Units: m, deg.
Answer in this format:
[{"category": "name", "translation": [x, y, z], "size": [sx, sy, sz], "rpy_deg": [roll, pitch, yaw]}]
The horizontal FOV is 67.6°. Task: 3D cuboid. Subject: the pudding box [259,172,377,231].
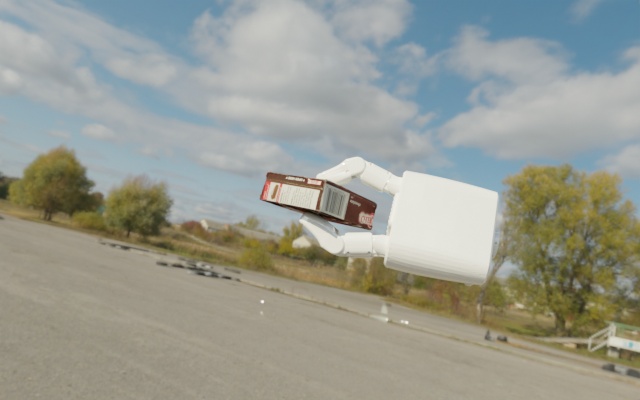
[{"category": "pudding box", "translation": [0.000, 0.002, 0.560], "size": [0.090, 0.039, 0.113], "rpy_deg": [9, -10, 38]}]
